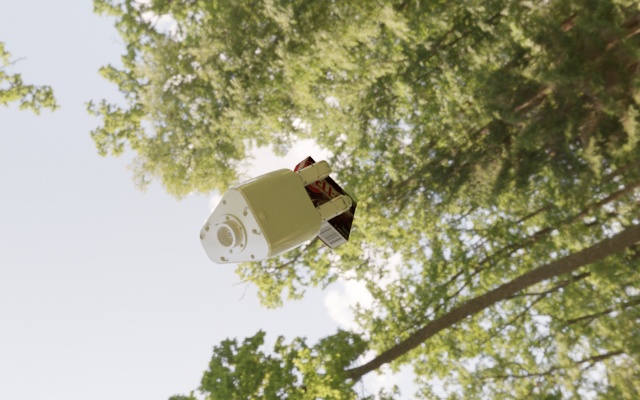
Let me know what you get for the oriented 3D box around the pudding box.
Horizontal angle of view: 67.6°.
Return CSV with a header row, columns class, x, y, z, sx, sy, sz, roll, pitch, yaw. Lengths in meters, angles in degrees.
class,x,y,z,sx,sy,sz,roll,pitch,yaw
pudding box,0.000,0.002,0.697,0.039,0.113,0.090,-29,25,32
